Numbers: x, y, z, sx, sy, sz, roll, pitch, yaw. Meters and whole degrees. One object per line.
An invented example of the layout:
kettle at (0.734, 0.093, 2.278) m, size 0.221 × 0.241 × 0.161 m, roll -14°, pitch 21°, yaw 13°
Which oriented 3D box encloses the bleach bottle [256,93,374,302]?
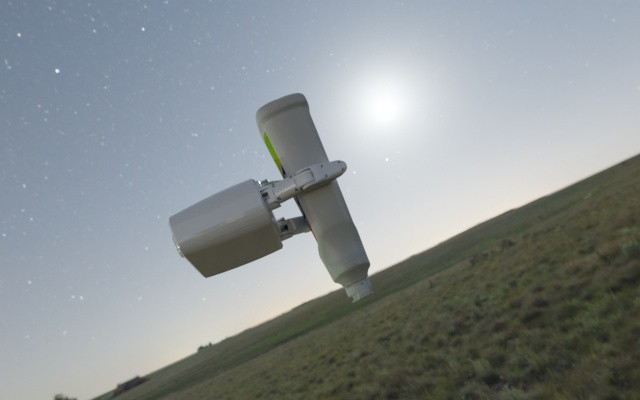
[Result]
bleach bottle at (0.000, 0.002, 0.583) m, size 0.068 × 0.250 × 0.102 m, roll -23°, pitch -11°, yaw -7°
